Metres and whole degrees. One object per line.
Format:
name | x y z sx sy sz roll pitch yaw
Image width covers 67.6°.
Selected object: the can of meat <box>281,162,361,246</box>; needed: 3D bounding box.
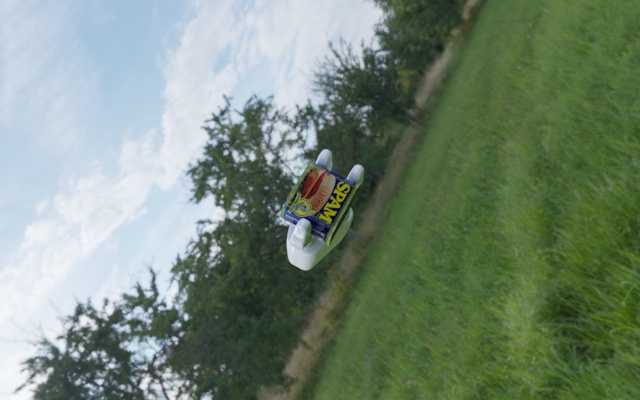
can of meat | 0.000 0.002 0.717 0.084 0.102 0.057 27 -21 8
